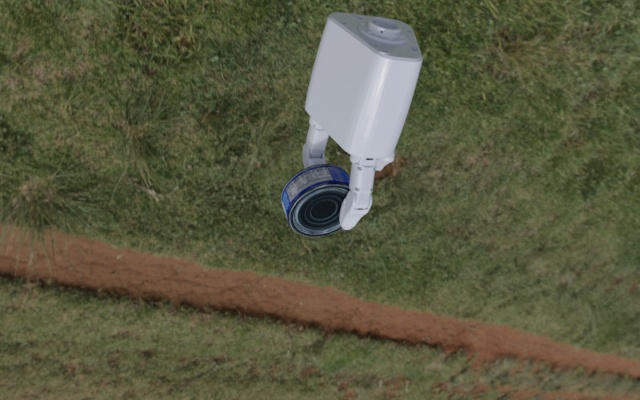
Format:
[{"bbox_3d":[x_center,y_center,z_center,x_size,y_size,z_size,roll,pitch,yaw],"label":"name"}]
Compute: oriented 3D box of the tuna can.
[{"bbox_3d":[0.000,0.002,0.542,0.086,0.086,0.033,0,43,-23],"label":"tuna can"}]
